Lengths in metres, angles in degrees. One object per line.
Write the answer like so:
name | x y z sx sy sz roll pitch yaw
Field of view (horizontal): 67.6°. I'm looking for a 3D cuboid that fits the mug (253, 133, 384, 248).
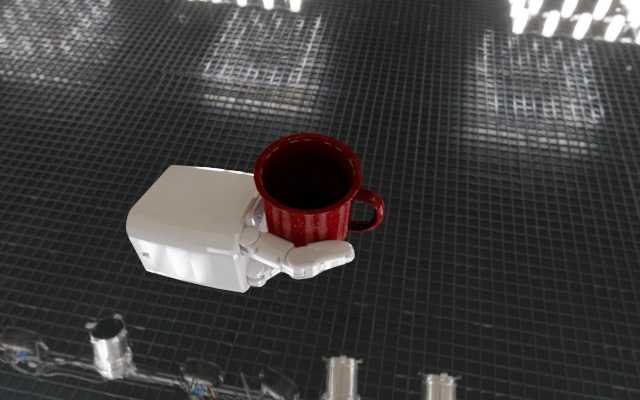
mug | 0.001 0.002 0.438 0.117 0.093 0.082 11 -37 7
